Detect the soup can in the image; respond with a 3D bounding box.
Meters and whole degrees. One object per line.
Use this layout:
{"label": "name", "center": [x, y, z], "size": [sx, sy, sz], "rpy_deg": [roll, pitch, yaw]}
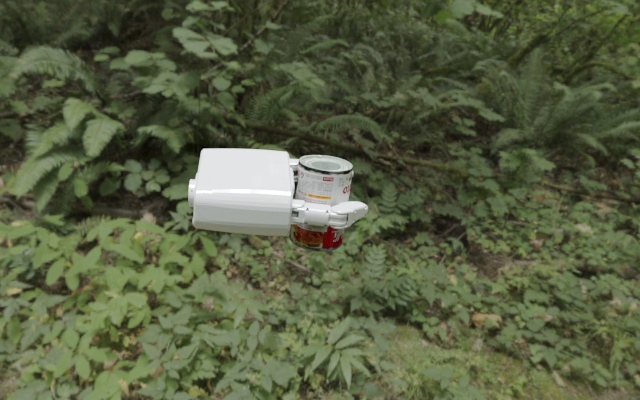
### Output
{"label": "soup can", "center": [0.001, 0.002, 0.585], "size": [0.068, 0.102, 0.068], "rpy_deg": [6, 21, -2]}
